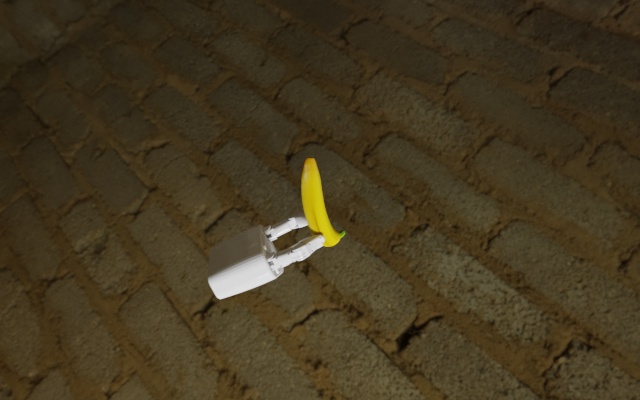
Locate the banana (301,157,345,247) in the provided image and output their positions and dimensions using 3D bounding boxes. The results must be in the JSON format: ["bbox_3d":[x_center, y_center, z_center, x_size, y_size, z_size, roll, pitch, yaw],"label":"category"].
[{"bbox_3d":[-0.002,0.019,0.811,0.037,0.069,0.198,-3,-45,19],"label":"banana"}]
